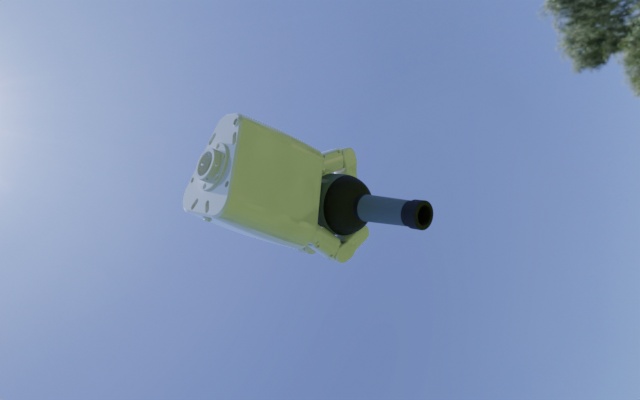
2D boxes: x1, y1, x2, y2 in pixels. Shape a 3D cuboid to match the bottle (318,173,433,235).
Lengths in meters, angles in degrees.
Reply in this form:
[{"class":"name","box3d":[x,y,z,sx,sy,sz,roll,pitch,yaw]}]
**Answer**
[{"class":"bottle","box3d":[0.000,0.002,0.544,0.069,0.069,0.295,0,5,-40]}]
